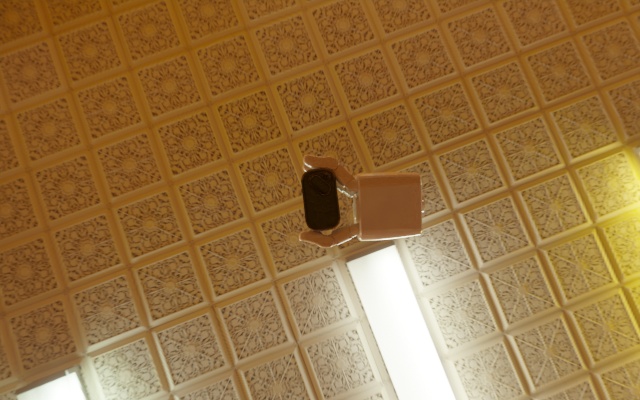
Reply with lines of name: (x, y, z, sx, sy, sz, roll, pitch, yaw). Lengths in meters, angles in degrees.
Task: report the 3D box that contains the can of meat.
can of meat: (0.000, 0.003, 0.815, 0.057, 0.102, 0.084, -7, -7, -1)
